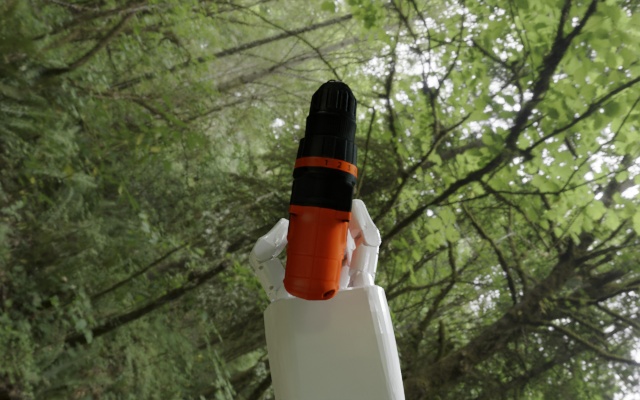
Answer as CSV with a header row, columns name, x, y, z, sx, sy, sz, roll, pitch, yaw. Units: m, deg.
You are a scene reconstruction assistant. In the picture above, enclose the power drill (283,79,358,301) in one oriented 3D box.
name,x,y,z,sx,sy,sz,roll,pitch,yaw
power drill,0.000,0.002,0.459,0.057,0.184,0.188,9,-11,2
